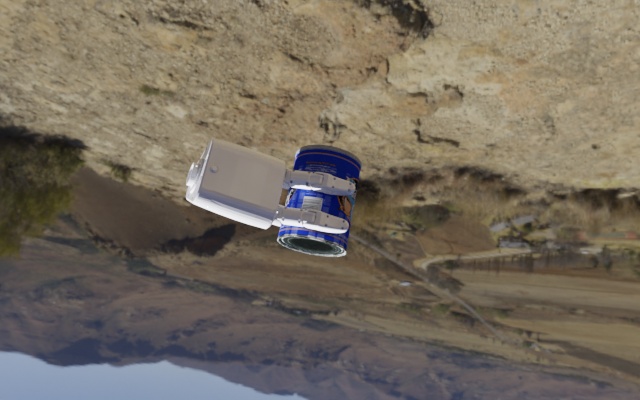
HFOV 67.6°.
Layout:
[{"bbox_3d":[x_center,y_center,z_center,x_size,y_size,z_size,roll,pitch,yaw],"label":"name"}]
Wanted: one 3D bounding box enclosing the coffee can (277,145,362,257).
[{"bbox_3d":[0.000,0.002,0.711,0.103,0.140,0.103,10,-18,3],"label":"coffee can"}]
